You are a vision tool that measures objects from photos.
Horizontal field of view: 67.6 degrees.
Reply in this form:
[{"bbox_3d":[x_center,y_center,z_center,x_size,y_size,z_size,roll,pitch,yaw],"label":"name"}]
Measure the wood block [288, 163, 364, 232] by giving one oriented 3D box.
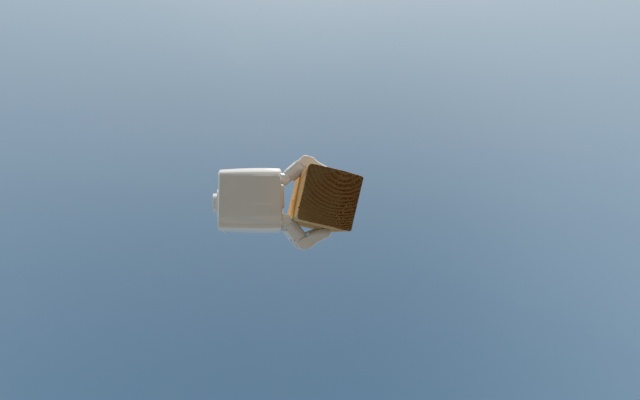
[{"bbox_3d":[0.000,0.002,0.830,0.090,0.091,0.206,13,-6,-8],"label":"wood block"}]
